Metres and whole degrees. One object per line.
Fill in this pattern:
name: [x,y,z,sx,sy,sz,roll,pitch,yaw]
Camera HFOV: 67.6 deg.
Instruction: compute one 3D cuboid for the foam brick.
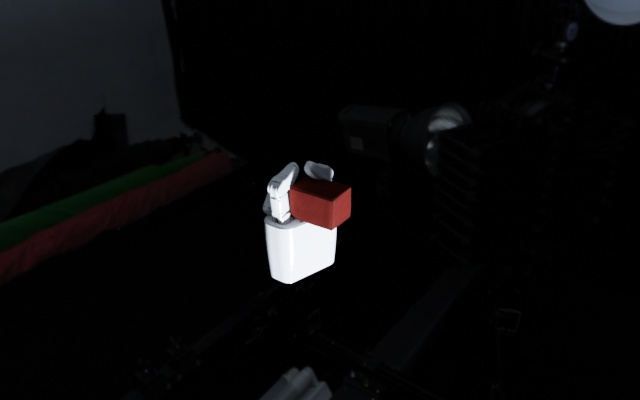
foam brick: [0.000,0.002,0.704,0.078,0.051,0.053,17,32,31]
